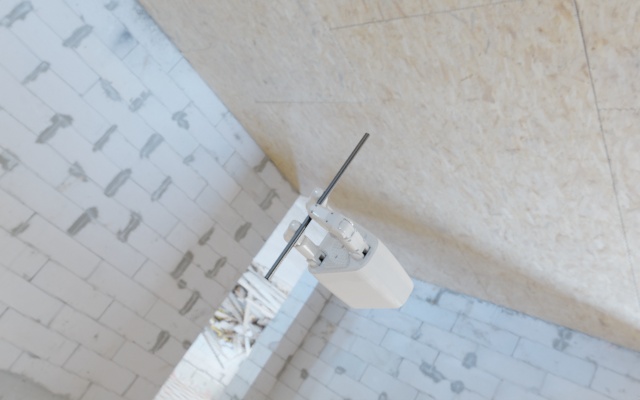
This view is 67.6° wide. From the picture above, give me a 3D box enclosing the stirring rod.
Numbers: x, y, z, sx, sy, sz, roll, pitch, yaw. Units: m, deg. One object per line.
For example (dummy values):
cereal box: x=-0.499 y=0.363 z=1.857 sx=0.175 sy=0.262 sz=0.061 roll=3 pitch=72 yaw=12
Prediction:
stirring rod: x=0.000 y=0.002 z=0.617 sx=0.011 sy=0.239 sz=0.011 roll=30 pitch=-20 yaw=13
